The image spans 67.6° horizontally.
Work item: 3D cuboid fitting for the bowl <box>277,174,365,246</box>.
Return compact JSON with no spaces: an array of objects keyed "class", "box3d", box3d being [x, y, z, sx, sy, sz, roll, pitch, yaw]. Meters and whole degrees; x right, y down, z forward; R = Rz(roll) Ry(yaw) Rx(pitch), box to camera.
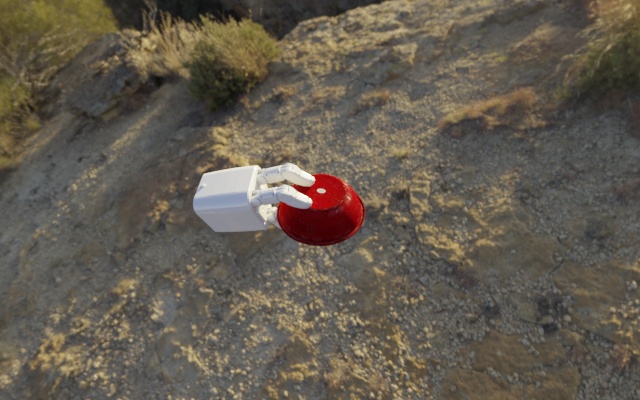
[{"class":"bowl","box3d":[0.001,0.002,0.852,0.162,0.162,0.055,0,-44,1]}]
